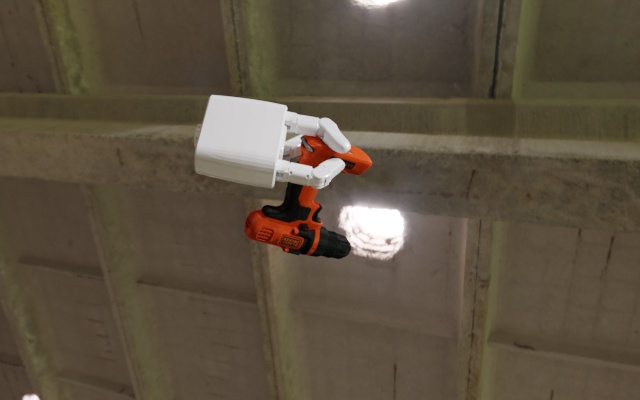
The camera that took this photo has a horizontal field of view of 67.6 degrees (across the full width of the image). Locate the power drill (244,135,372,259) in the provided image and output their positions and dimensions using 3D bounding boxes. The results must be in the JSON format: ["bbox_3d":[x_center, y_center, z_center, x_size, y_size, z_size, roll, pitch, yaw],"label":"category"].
[{"bbox_3d":[0.000,0.002,0.722,0.184,0.188,0.057,16,23,-30],"label":"power drill"}]
